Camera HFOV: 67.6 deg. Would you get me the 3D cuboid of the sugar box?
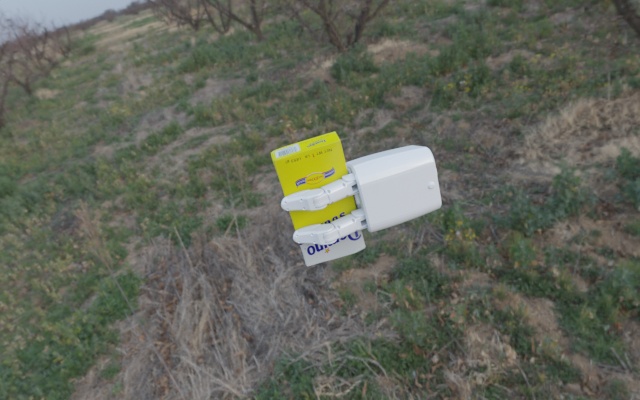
[{"bbox_3d":[0.000,0.002,0.666,0.093,0.176,0.048,-17,26,-1],"label":"sugar box"}]
